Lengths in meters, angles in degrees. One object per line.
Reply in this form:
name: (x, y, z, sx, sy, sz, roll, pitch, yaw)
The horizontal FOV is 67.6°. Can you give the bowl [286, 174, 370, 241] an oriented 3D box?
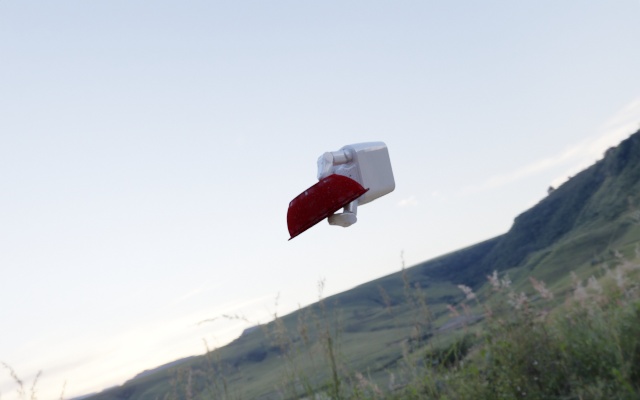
bowl: (-0.001, 0.003, 0.792, 0.162, 0.055, 0.162, -33, -3, -2)
